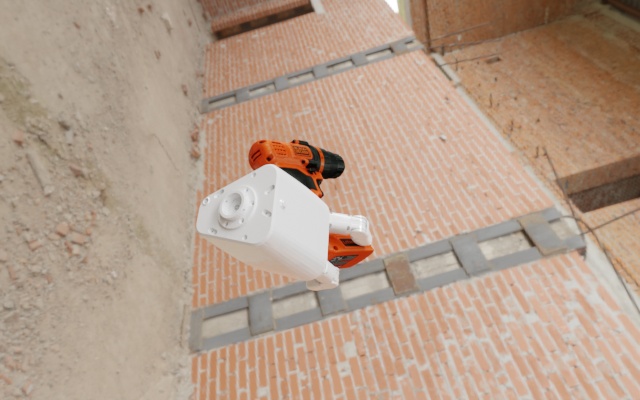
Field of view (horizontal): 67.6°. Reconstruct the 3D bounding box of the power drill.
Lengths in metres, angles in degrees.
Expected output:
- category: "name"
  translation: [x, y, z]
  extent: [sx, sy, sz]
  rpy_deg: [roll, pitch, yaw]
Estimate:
- category: "power drill"
  translation: [0.000, 0.003, 0.660]
  extent: [0.184, 0.187, 0.057]
  rpy_deg: [1, -35, -50]
